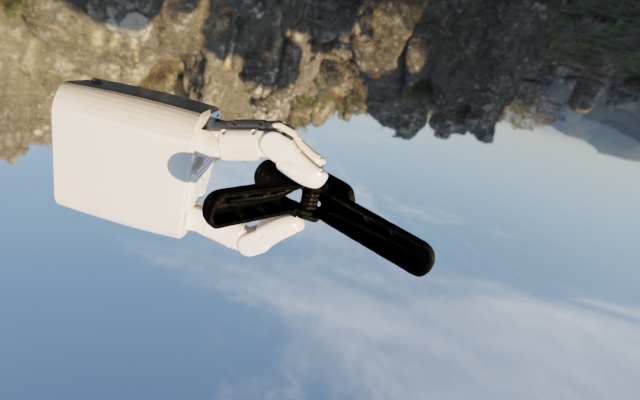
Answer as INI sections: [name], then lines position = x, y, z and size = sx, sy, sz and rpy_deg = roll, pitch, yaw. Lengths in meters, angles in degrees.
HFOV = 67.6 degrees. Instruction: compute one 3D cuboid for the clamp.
[clamp]
position = 0.000, 0.002, 0.406
size = 0.164, 0.036, 0.210
rpy_deg = 17, 14, -6
